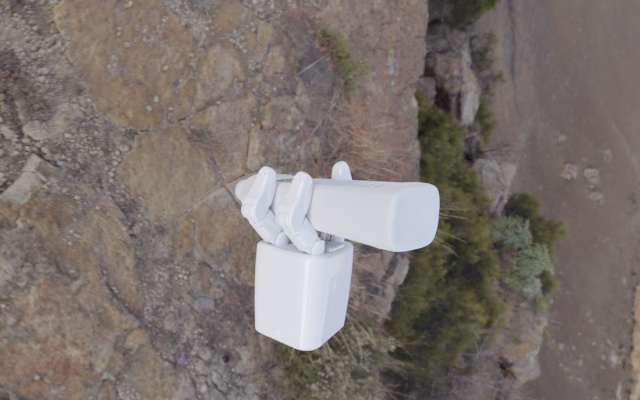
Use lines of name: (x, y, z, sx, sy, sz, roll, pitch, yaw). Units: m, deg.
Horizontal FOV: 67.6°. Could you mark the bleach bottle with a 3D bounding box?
bleach bottle: (0.000, 0.002, 0.551, 0.251, 0.068, 0.102, 9, 9, 40)
